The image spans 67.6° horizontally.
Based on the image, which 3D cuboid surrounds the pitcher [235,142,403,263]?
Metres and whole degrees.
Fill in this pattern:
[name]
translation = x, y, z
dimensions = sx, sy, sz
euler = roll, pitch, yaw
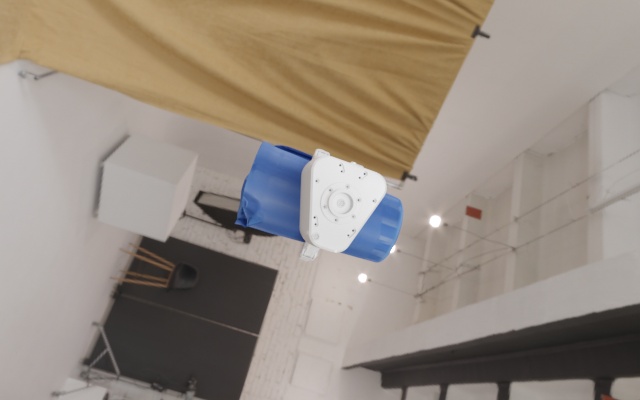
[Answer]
[pitcher]
translation = 0.000, 0.002, 0.748
dimensions = 0.243, 0.149, 0.145
euler = 19, -4, -6
